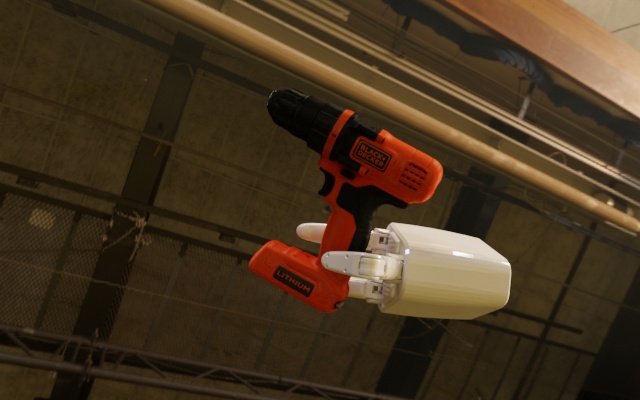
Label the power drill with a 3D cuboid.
[{"bbox_3d":[0.000,0.002,0.477,0.184,0.188,0.057,29,15,9],"label":"power drill"}]
